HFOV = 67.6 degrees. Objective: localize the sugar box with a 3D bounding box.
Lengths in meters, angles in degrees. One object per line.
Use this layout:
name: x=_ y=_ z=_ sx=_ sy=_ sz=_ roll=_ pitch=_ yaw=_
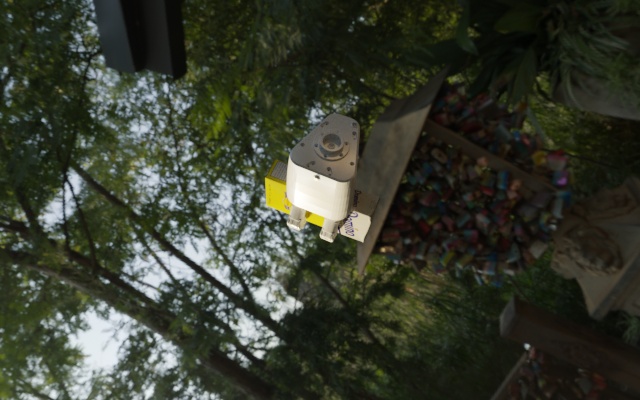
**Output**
sugar box: x=0.000 y=0.003 z=0.765 sx=0.176 sy=0.048 sz=0.093 roll=22 pitch=-29 yaw=9
